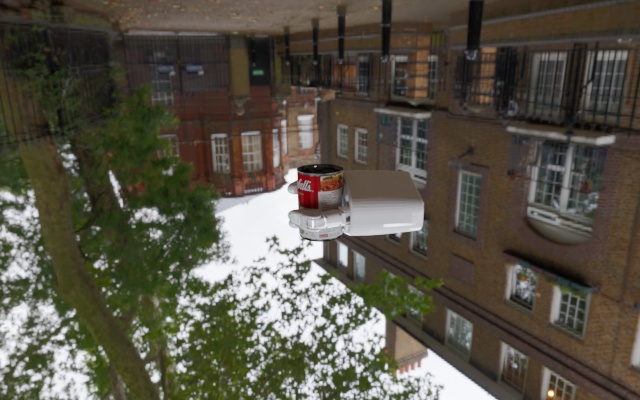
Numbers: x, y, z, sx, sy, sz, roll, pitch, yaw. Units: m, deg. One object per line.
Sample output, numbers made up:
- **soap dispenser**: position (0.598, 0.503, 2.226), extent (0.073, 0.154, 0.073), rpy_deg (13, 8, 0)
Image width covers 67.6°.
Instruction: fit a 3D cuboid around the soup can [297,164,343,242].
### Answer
- **soup can**: position (0.000, 0.003, 0.705), extent (0.068, 0.102, 0.068), rpy_deg (-1, 16, 0)
